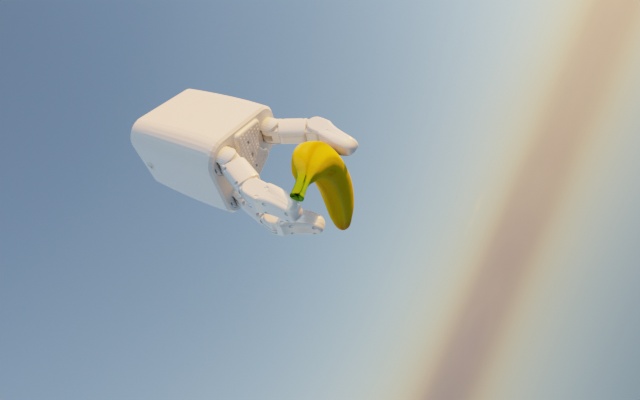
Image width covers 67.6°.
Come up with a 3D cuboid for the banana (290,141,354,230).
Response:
[{"bbox_3d":[0.004,-0.017,0.488,0.037,0.069,0.198,14,-7,19],"label":"banana"}]
